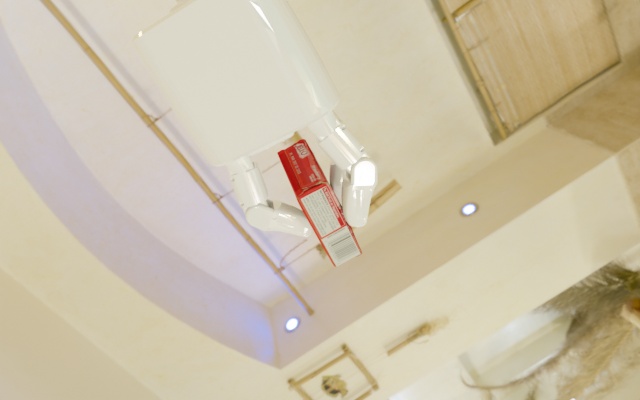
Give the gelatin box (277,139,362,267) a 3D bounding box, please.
[{"bbox_3d":[0.000,0.002,0.412,0.030,0.089,0.073,-27,37,1],"label":"gelatin box"}]
